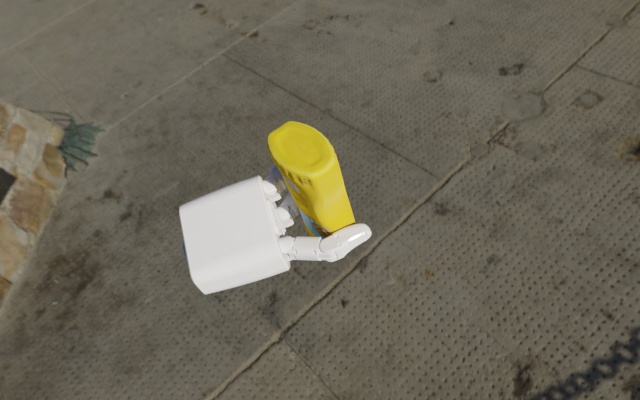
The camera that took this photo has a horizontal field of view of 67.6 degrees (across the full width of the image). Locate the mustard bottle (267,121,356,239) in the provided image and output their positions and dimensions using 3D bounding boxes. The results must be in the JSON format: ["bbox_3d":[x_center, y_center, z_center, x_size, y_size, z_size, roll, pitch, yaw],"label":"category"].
[{"bbox_3d":[0.000,0.002,0.564,0.058,0.192,0.096,-37,51,-14],"label":"mustard bottle"}]
